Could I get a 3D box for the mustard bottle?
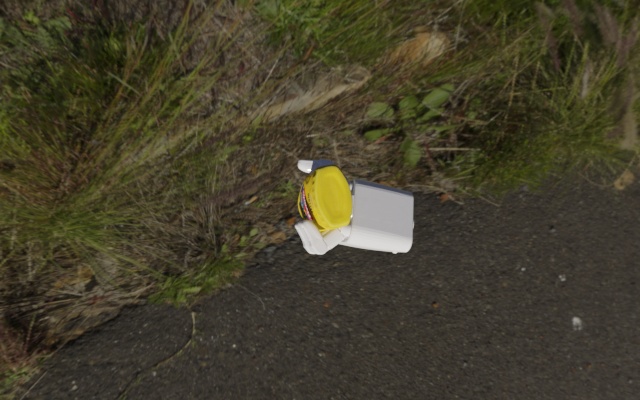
[{"bbox_3d":[0.000,0.003,0.799,0.058,0.096,0.191,-13,-3,-13],"label":"mustard bottle"}]
